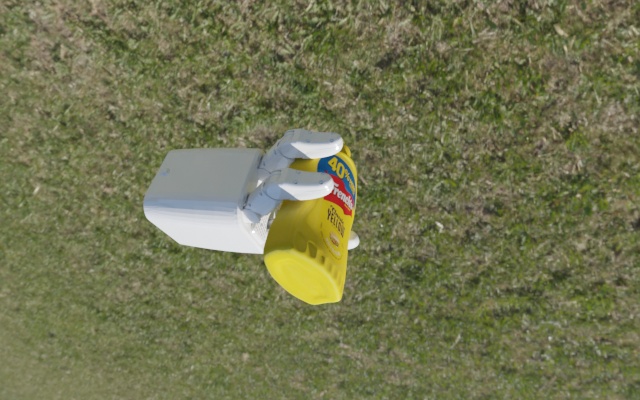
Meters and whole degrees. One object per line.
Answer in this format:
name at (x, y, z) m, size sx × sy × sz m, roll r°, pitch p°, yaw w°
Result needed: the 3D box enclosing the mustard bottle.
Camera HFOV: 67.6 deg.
mustard bottle at (0.000, 0.002, 0.491) m, size 0.058 × 0.191 × 0.096 m, roll -15°, pitch -47°, yaw 29°
